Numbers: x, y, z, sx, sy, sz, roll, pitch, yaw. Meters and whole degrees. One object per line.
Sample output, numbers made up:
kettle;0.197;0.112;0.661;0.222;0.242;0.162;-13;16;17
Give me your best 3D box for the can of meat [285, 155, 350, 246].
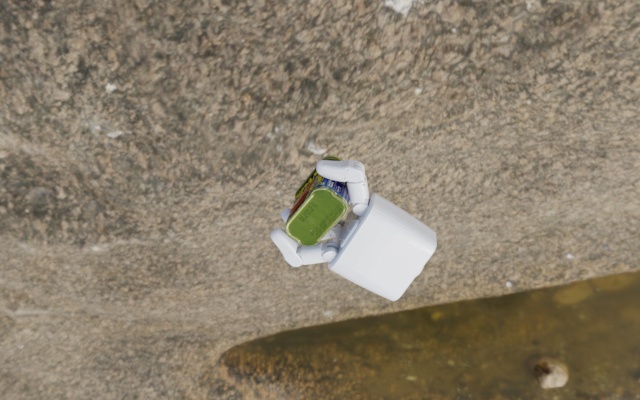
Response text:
can of meat;0.000;0.002;0.645;0.057;0.102;0.084;34;33;-11
